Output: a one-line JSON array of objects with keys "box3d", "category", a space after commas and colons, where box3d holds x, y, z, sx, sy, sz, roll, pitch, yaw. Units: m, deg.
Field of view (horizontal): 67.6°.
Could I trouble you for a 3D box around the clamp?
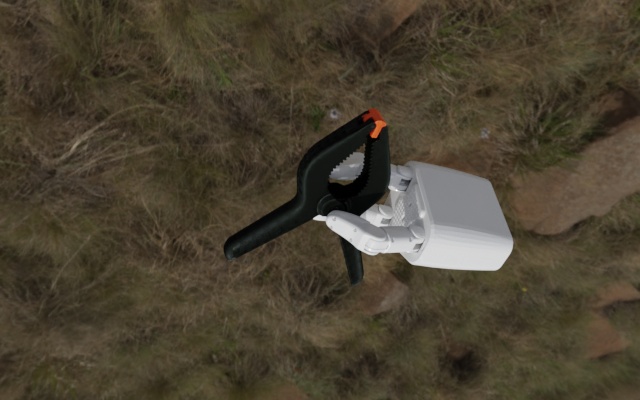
[{"box3d": [0.001, 0.002, 0.482, 0.164, 0.210, 0.036, 9, 33, -19], "category": "clamp"}]
